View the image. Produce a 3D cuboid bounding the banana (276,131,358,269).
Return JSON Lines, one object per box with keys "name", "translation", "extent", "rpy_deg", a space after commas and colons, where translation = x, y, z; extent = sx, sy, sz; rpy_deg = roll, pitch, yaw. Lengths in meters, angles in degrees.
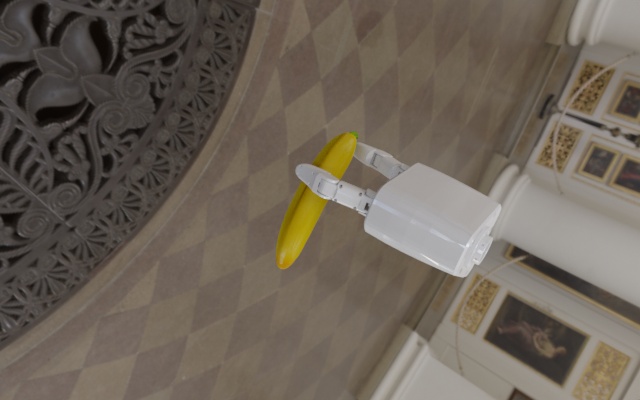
{"name": "banana", "translation": [-0.003, -0.006, 0.572], "extent": [0.037, 0.198, 0.070], "rpy_deg": [28, -7, 22]}
